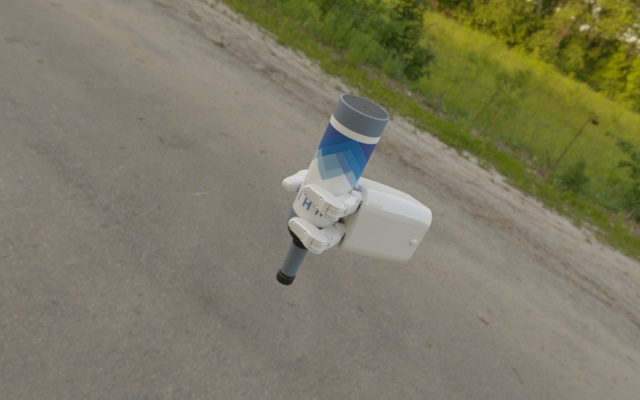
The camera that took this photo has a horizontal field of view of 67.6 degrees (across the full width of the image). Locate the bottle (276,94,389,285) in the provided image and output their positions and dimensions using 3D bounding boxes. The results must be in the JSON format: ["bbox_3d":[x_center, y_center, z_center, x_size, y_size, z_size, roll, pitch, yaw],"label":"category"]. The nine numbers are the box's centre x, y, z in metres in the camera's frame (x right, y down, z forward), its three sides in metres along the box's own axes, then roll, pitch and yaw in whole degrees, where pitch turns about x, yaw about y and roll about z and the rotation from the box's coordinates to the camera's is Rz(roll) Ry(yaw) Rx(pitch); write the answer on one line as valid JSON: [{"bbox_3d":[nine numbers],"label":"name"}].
[{"bbox_3d":[0.000,0.002,0.657,0.069,0.296,0.069,19,29,-11],"label":"bottle"}]
